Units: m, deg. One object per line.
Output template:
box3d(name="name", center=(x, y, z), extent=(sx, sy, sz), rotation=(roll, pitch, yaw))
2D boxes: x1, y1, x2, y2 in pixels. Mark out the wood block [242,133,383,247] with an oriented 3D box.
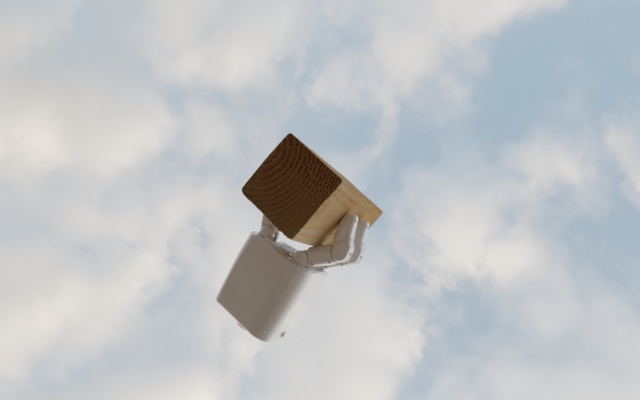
box3d(name="wood block", center=(0.000, 0.002, 0.619), extent=(0.090, 0.090, 0.206), rotation=(43, 5, 21))
